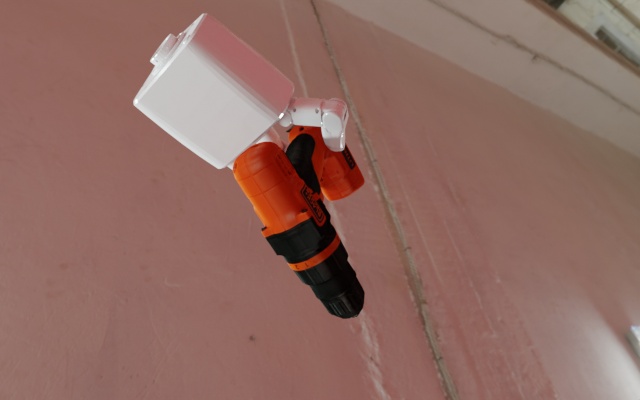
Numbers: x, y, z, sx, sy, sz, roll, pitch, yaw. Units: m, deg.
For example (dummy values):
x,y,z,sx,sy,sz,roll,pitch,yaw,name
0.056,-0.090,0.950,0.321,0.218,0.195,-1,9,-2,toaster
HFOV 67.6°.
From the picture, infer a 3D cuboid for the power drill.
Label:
x,y,z,sx,sy,sz,roll,pitch,yaw,name
0.000,0.001,0.483,0.057,0.184,0.187,-23,20,20,power drill
